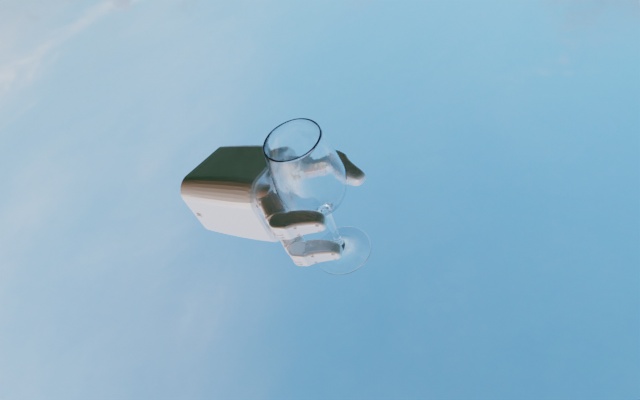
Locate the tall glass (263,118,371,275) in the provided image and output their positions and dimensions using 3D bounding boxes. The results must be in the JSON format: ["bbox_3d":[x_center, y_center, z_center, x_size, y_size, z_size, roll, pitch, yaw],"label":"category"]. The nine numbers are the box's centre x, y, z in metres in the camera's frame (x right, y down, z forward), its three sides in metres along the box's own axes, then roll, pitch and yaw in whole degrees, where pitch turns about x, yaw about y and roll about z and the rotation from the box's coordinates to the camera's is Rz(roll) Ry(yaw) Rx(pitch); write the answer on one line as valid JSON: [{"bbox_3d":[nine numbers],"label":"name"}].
[{"bbox_3d":[0.000,0.002,0.543,0.079,0.079,0.201,0,-39,21],"label":"tall glass"}]
